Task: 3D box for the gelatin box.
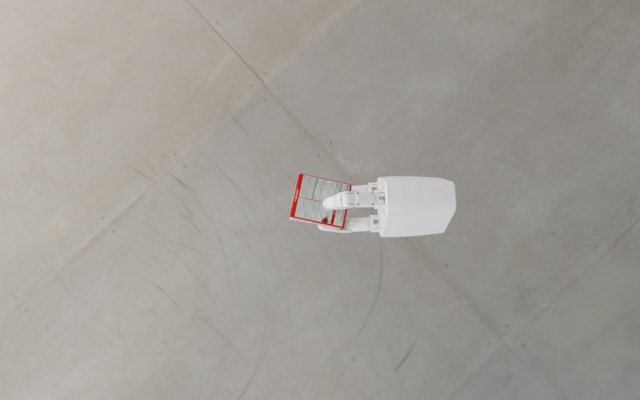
[{"bbox_3d":[0.000,0.002,0.761,0.089,0.073,0.030,12,-10,-4],"label":"gelatin box"}]
